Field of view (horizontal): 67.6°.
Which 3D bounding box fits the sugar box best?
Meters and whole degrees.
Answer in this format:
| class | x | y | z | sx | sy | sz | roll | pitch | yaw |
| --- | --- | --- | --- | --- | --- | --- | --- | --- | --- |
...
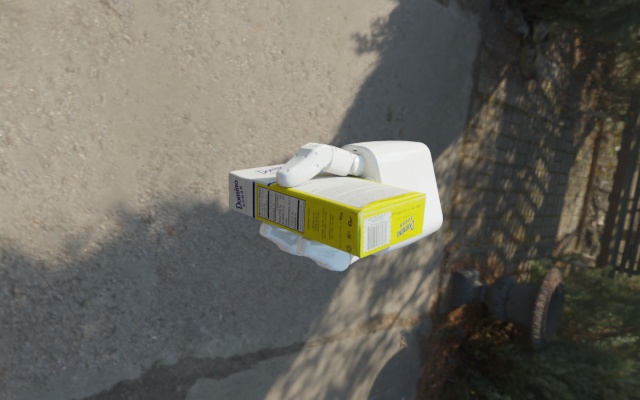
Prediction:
| class | x | y | z | sx | sy | sz | roll | pitch | yaw |
| --- | --- | --- | --- | --- | --- | --- | --- | --- | --- |
| sugar box | 0.000 | 0.002 | 0.457 | 0.093 | 0.048 | 0.176 | -13 | 19 | -43 |
